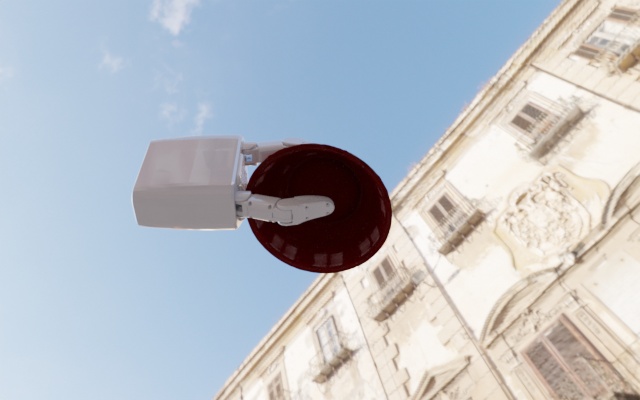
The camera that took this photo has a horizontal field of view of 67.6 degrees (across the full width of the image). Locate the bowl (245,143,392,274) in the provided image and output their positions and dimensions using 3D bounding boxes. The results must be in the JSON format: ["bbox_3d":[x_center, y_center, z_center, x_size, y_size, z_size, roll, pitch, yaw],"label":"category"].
[{"bbox_3d":[0.001,0.002,0.536,0.162,0.162,0.055,0,29,11],"label":"bowl"}]
